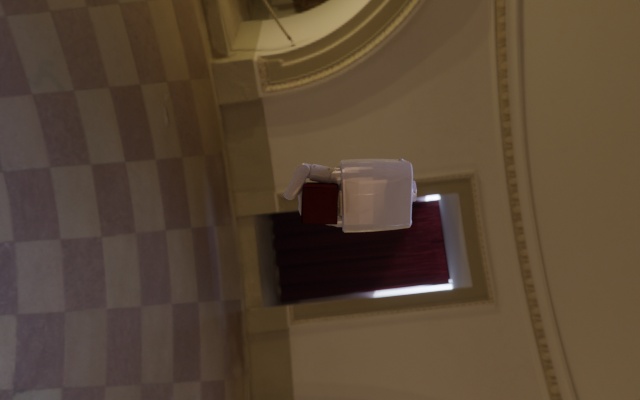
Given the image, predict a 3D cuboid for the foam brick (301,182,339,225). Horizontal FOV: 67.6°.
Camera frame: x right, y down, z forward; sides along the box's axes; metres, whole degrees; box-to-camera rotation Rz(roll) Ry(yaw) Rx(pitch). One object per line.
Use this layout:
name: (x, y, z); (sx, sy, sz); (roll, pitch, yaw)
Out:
foam brick: (0.000, 0.002, 0.693); (0.051, 0.053, 0.078); (3, 8, 1)
